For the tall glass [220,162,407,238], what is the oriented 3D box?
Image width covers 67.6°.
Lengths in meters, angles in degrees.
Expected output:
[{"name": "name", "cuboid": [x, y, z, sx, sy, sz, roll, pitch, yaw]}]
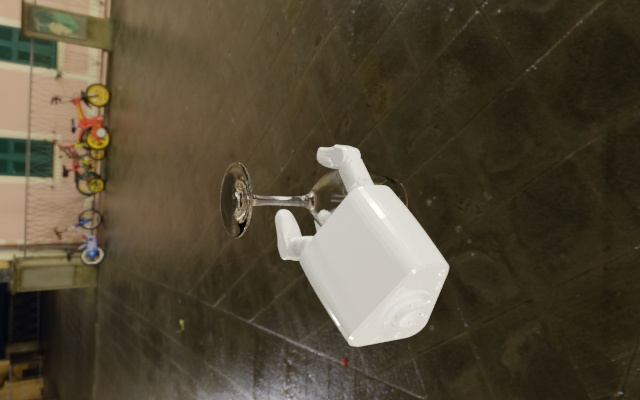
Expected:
[{"name": "tall glass", "cuboid": [-0.001, 0.002, 0.518, 0.201, 0.079, 0.079, 1, -1, -33]}]
